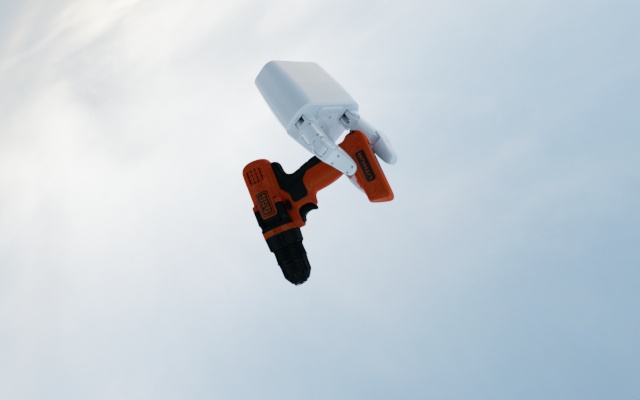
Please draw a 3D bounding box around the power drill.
[{"bbox_3d":[0.000,0.002,0.648,0.187,0.184,0.057,-24,-7,11],"label":"power drill"}]
